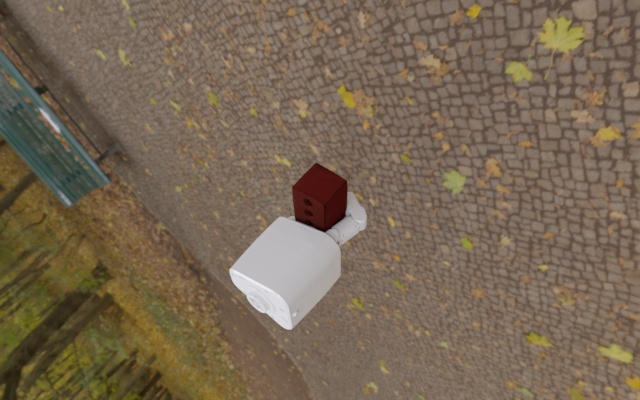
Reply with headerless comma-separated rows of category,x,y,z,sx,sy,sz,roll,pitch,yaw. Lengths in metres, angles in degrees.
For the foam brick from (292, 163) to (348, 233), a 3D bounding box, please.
foam brick,0.000,0.002,0.629,0.053,0.078,0.051,30,58,24
